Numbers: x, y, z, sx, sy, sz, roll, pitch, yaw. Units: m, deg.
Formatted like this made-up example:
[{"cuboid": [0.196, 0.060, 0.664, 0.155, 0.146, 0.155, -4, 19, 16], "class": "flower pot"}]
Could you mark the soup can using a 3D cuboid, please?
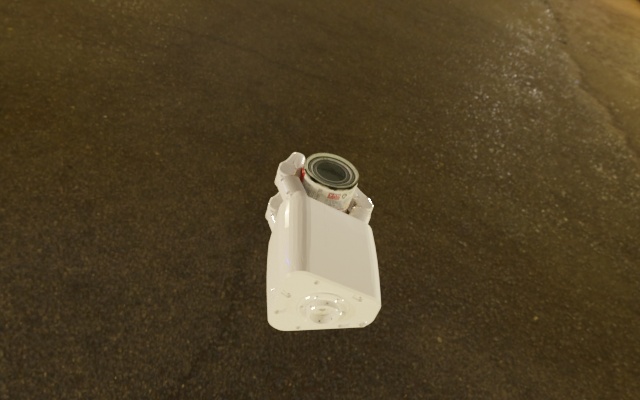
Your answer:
[{"cuboid": [0.000, 0.001, 0.582, 0.068, 0.102, 0.068, 12, 39, -10], "class": "soup can"}]
